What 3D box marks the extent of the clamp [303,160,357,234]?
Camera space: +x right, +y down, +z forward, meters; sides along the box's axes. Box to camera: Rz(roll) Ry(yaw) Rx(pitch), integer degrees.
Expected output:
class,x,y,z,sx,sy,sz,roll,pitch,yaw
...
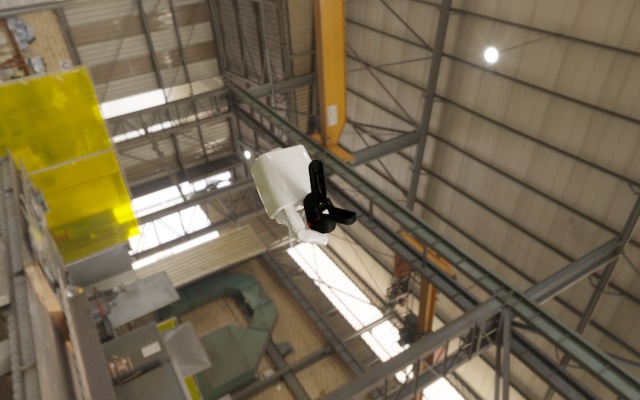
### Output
class,x,y,z,sx,sy,sz,roll,pitch,yaw
clamp,0.001,0.003,0.818,0.039,0.120,0.171,-22,-7,-23
